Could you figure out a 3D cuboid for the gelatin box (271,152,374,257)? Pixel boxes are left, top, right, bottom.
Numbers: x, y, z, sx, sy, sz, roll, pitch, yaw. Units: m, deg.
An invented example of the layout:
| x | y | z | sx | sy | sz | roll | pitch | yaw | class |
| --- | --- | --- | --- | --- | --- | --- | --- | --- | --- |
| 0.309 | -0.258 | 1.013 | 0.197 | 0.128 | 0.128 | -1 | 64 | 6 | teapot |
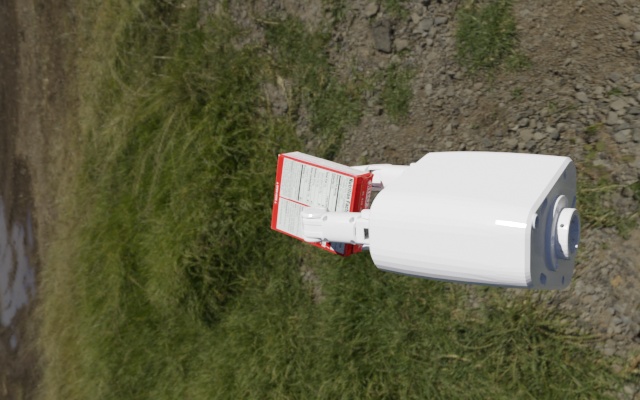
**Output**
| x | y | z | sx | sy | sz | roll | pitch | yaw | class |
| --- | --- | --- | --- | --- | --- | --- | --- | --- | --- |
| 0.000 | 0.001 | 0.428 | 0.089 | 0.073 | 0.030 | 18 | 20 | 32 | gelatin box |
